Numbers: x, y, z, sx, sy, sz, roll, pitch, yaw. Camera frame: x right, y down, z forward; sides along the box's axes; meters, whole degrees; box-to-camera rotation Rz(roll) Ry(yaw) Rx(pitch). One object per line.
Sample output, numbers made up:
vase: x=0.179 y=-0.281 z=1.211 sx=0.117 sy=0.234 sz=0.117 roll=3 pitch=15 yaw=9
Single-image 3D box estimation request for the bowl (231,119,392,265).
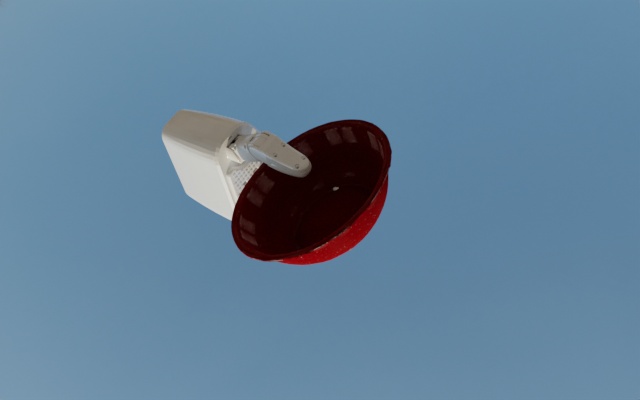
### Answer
bowl: x=0.001 y=0.002 z=0.431 sx=0.162 sy=0.162 sz=0.055 roll=0 pitch=-40 yaw=41
